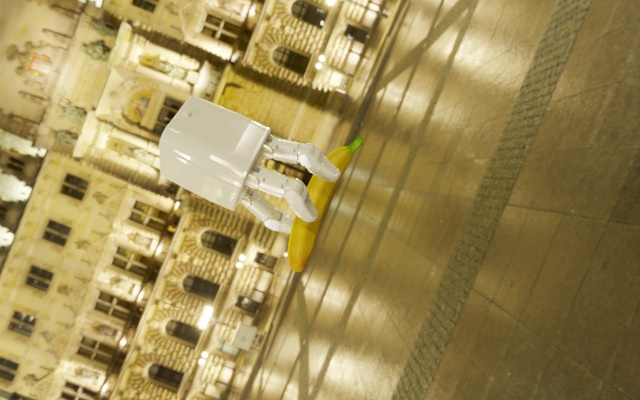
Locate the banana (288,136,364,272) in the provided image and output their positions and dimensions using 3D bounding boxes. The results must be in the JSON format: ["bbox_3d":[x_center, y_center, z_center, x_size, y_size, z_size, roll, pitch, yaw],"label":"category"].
[{"bbox_3d":[-0.004,0.003,0.626,0.037,0.197,0.069,28,-18,-10],"label":"banana"}]
